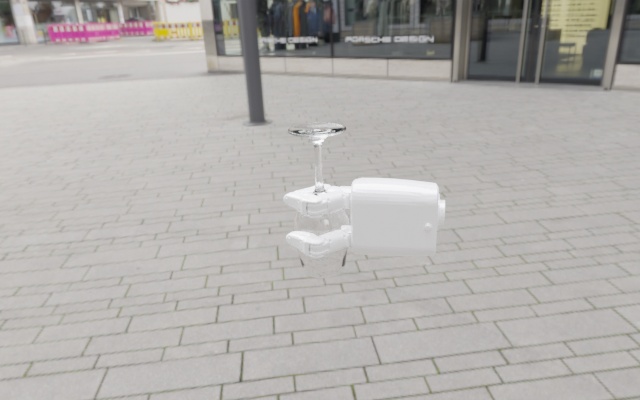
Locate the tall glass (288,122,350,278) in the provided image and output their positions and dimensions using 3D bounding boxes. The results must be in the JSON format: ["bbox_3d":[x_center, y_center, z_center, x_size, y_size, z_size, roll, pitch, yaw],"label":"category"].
[{"bbox_3d":[0.000,0.001,0.639,0.079,0.201,0.079,-2,21,1],"label":"tall glass"}]
